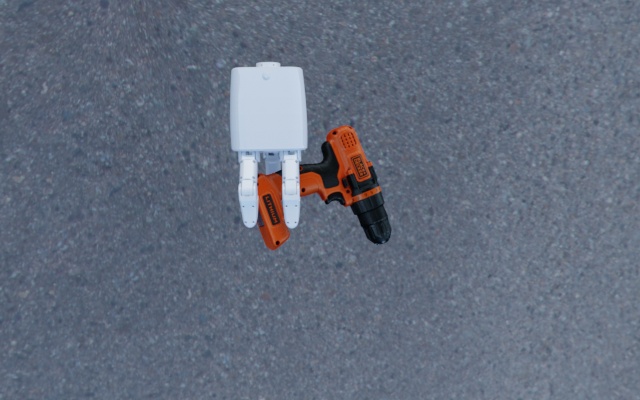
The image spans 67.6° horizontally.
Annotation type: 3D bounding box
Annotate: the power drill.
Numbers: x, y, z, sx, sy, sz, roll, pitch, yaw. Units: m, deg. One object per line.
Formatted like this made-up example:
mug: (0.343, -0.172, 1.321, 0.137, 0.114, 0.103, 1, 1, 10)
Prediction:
power drill: (0.000, 0.002, 0.684, 0.187, 0.184, 0.057, -22, -1, -21)
